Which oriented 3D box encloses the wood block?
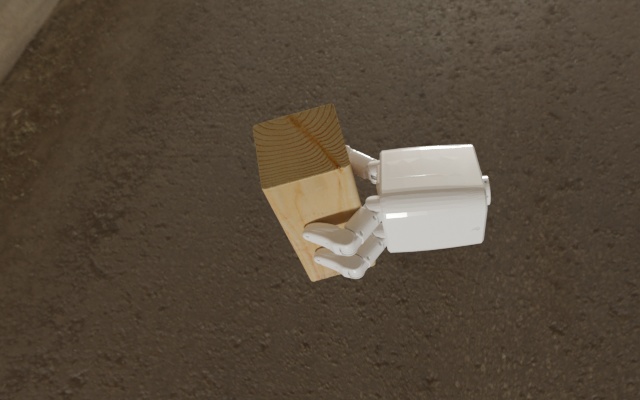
[{"bbox_3d":[0.000,0.001,0.553,0.090,0.090,0.206,-15,-37,4],"label":"wood block"}]
